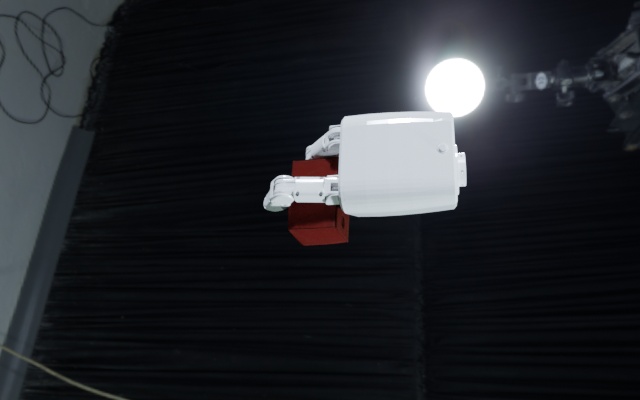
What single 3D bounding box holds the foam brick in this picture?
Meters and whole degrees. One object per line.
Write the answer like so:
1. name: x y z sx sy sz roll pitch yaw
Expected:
1. foam brick: 0.000 0.002 0.491 0.051 0.078 0.053 -2 -22 14
